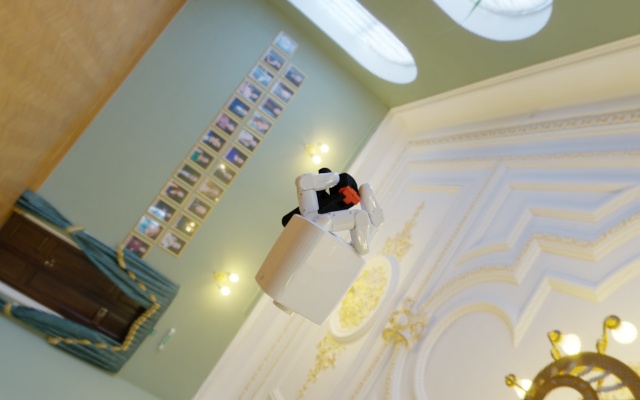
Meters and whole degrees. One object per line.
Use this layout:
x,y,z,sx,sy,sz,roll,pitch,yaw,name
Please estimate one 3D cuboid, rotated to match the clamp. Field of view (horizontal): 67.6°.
0.001,0.003,0.704,0.039,0.120,0.171,35,-6,-17,clamp
